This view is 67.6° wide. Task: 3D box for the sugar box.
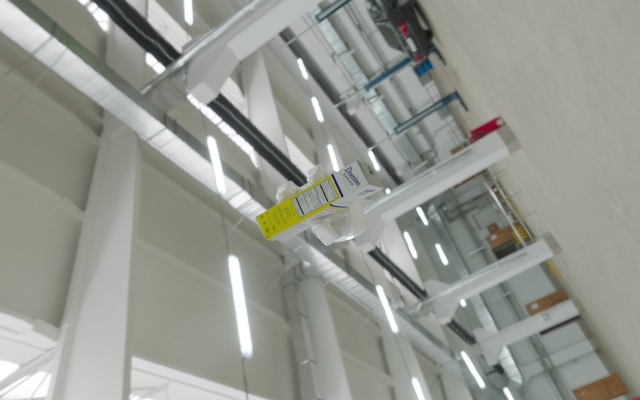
[{"bbox_3d":[0.000,0.002,0.711,0.176,0.048,0.093,-31,-12,15],"label":"sugar box"}]
